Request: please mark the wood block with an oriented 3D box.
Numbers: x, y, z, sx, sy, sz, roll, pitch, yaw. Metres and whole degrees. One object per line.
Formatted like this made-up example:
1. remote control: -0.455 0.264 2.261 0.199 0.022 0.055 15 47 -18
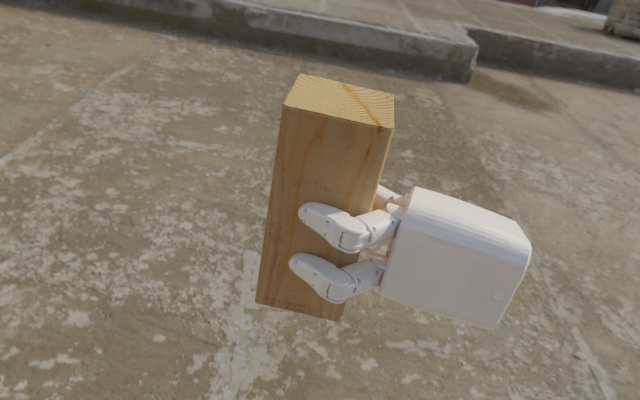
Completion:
1. wood block: 0.001 0.001 0.450 0.090 0.206 0.090 13 31 1
